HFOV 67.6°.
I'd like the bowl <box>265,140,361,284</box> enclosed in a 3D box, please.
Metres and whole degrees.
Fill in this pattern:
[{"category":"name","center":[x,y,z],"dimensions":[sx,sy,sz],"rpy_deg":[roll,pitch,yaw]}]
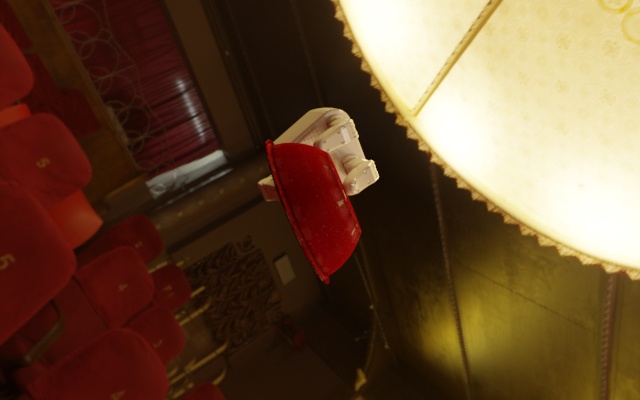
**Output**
[{"category":"bowl","center":[0.001,0.002,0.496],"dimensions":[0.055,0.162,0.162],"rpy_deg":[-23,-2,5]}]
